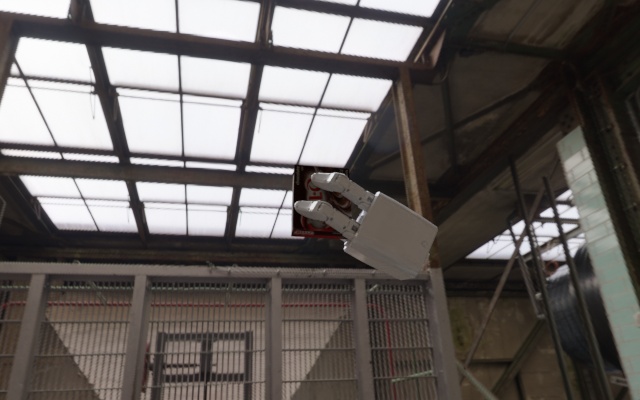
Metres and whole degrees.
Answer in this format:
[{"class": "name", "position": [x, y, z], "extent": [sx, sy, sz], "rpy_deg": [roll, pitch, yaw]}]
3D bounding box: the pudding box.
[{"class": "pudding box", "position": [0.000, 0.003, 0.744], "extent": [0.090, 0.113, 0.039], "rpy_deg": [4, -28, -9]}]
